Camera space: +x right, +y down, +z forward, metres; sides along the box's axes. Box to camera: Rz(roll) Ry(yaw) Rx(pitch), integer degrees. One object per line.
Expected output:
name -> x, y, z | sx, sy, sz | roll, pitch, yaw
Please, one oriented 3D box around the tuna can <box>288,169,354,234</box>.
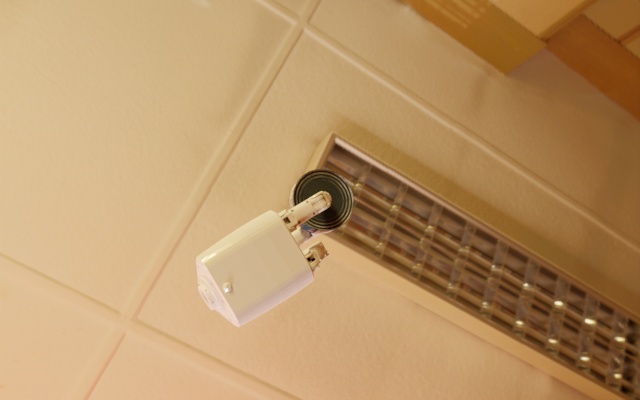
tuna can -> 0.000, 0.002, 0.654 | 0.086, 0.086, 0.034 | 0, -14, -18
